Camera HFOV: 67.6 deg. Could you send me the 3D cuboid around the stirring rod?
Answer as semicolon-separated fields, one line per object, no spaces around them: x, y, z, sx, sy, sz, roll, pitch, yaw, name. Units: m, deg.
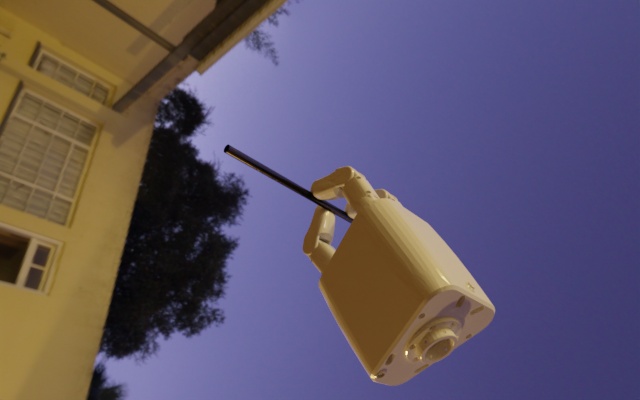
0.000;0.002;0.486;0.011;0.011;0.240;0;-23;46;stirring rod
